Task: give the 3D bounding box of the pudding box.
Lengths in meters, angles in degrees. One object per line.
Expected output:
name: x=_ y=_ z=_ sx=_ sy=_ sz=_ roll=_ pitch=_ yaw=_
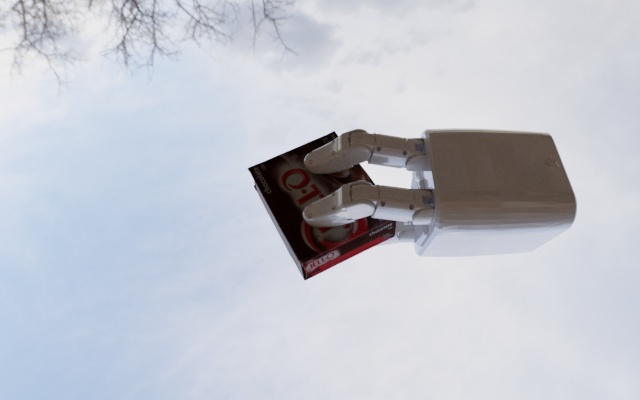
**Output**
pudding box: x=0.000 y=0.001 z=0.418 sx=0.090 sy=0.113 sz=0.039 roll=-24 pitch=-35 yaw=-14
